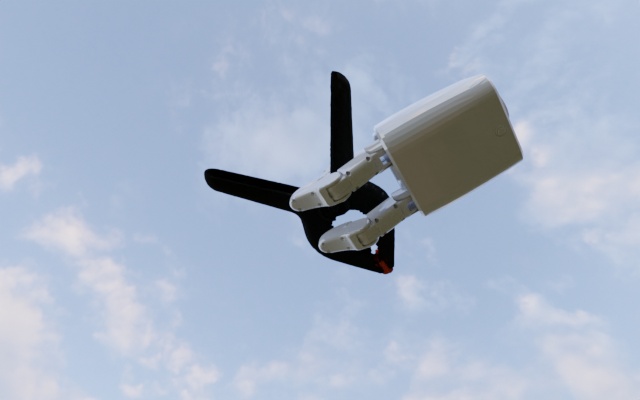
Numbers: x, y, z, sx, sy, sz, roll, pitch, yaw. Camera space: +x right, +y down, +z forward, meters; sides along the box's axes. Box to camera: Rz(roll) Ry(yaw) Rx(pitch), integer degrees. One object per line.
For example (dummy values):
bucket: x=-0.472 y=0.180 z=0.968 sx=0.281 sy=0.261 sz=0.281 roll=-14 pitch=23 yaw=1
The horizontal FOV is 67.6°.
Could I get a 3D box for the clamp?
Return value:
clamp: x=0.001 y=0.001 z=0.476 sx=0.164 sy=0.210 sz=0.036 roll=-28 pitch=24 yaw=12
